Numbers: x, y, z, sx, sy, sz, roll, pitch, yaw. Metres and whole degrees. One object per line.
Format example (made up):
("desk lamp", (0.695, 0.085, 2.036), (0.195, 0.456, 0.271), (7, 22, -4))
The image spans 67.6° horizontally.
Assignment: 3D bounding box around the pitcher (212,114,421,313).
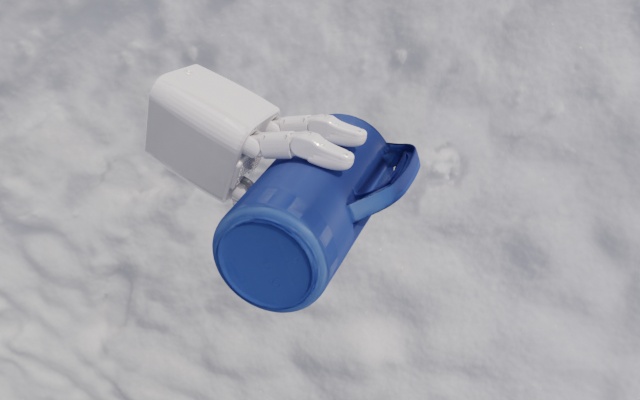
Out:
("pitcher", (0.000, 0.002, 0.498), (0.145, 0.149, 0.242), (31, 32, 3))
